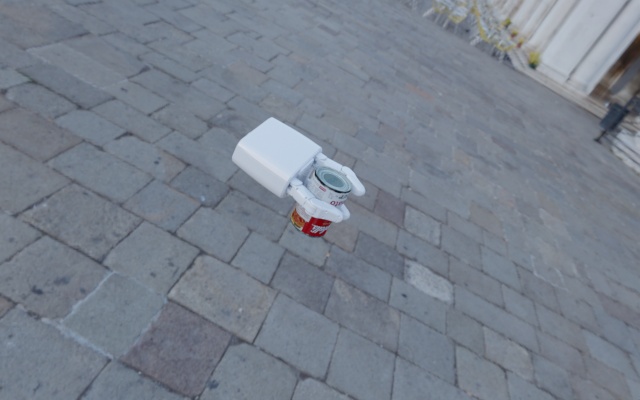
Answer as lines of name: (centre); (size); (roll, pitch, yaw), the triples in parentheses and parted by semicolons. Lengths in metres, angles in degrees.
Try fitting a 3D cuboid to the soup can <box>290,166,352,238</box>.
soup can: (0.001, 0.003, 0.787); (0.068, 0.102, 0.068); (22, 31, -14)
